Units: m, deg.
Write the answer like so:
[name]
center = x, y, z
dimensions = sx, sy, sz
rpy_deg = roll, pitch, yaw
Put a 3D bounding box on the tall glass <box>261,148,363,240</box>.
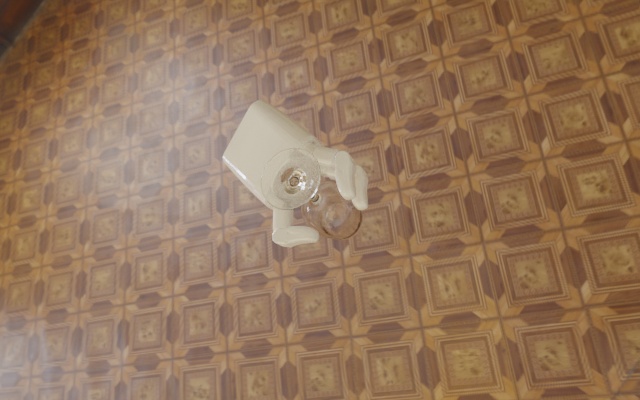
[tall glass]
center = 0.000, 0.002, 0.628
dimensions = 0.079, 0.079, 0.201
rpy_deg = 0, -16, 22
